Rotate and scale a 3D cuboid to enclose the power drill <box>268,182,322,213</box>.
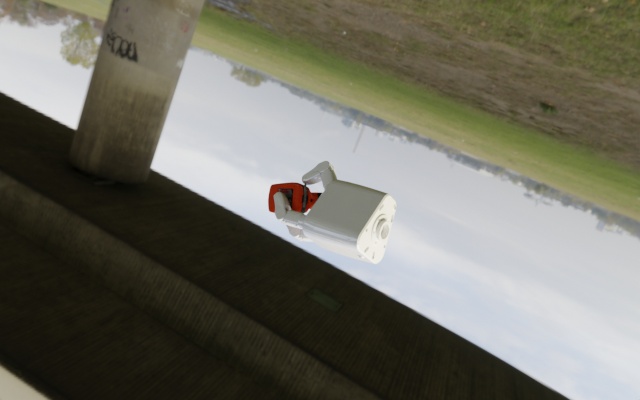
[{"bbox_3d":[0.000,0.003,0.895,0.187,0.057,0.184,4,-3,-35],"label":"power drill"}]
